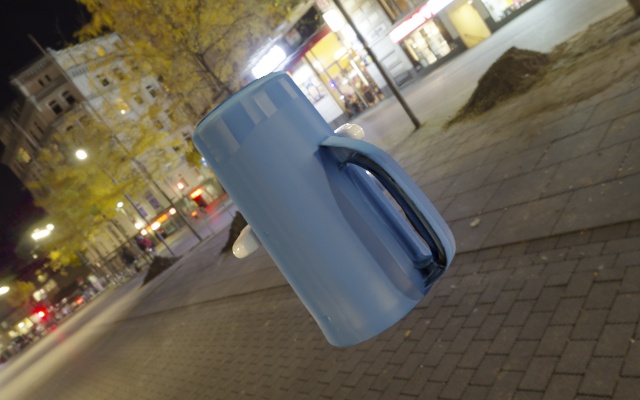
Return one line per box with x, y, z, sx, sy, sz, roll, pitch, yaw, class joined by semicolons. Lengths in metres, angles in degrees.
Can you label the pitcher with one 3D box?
0.000;0.001;0.447;0.149;0.243;0.145;-36;9;1;pitcher
